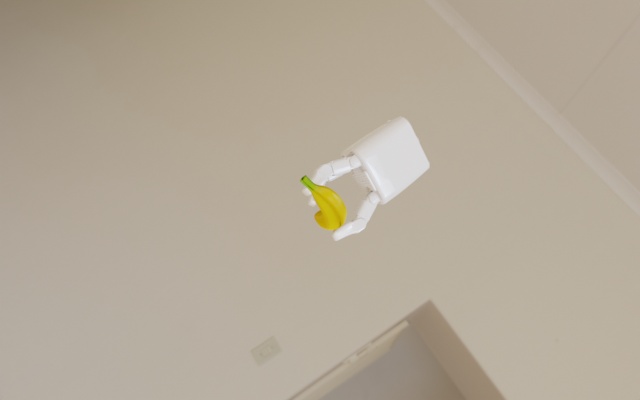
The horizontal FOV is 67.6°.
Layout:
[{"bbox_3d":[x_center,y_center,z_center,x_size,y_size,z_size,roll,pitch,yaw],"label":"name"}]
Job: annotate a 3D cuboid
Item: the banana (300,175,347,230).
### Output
[{"bbox_3d":[0.012,0.014,0.753,0.037,0.069,0.198,-40,-18,-10],"label":"banana"}]
